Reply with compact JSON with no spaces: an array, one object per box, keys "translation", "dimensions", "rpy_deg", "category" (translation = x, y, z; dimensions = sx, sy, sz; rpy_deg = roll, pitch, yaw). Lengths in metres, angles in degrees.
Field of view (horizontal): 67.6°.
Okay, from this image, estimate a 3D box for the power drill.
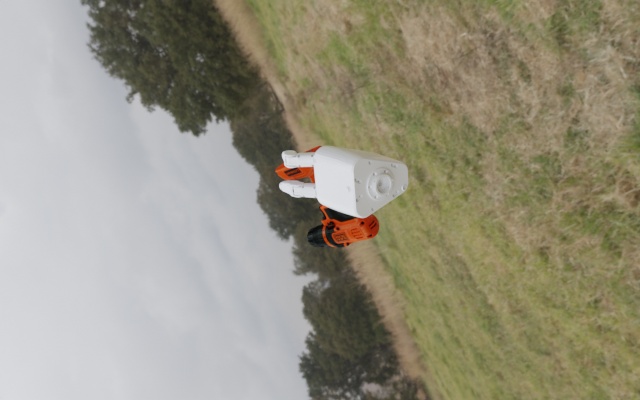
[{"translation":[0.000,0.002,0.868],"dimensions":[0.184,0.188,0.057],"rpy_deg":[-18,21,50],"category":"power drill"}]
